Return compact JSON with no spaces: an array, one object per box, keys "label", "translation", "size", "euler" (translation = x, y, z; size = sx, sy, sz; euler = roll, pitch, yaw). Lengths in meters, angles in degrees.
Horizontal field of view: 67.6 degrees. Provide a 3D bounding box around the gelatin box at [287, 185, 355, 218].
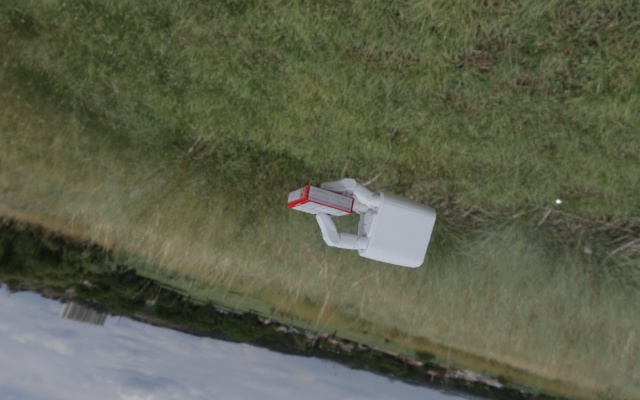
[{"label":"gelatin box","translation":[0.000,0.003,0.794],"size":[0.089,0.030,0.073],"euler":[15,-16,-26]}]
